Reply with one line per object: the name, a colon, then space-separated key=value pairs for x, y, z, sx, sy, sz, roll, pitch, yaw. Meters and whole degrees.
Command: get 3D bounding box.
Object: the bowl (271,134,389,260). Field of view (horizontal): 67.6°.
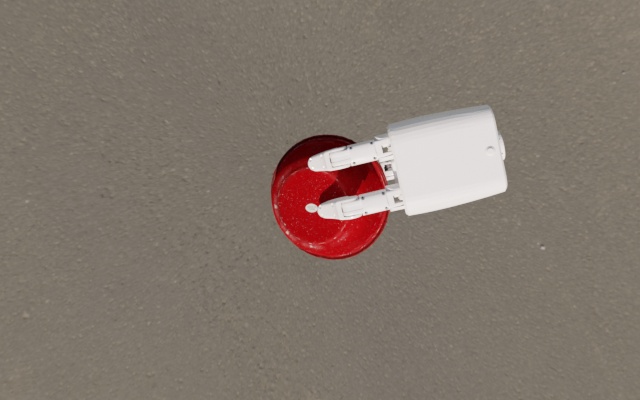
bowl: x=-0.001 y=0.003 z=0.583 sx=0.162 sy=0.162 sz=0.055 roll=0 pitch=11 yaw=22
